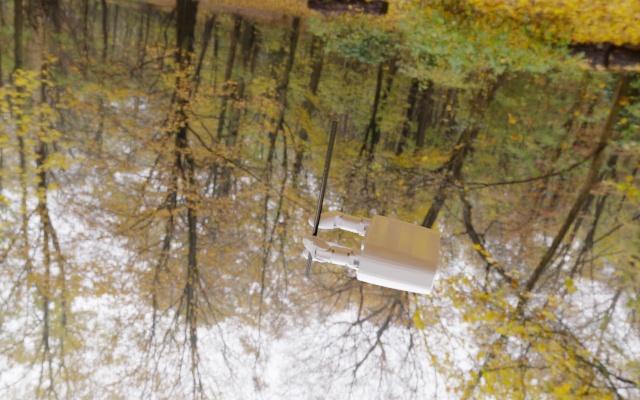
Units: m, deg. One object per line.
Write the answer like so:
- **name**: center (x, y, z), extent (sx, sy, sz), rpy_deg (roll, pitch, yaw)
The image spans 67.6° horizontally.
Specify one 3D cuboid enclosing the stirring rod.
- **stirring rod**: center (0.000, 0.002, 0.707), extent (0.011, 0.239, 0.011), rpy_deg (10, 16, -3)
